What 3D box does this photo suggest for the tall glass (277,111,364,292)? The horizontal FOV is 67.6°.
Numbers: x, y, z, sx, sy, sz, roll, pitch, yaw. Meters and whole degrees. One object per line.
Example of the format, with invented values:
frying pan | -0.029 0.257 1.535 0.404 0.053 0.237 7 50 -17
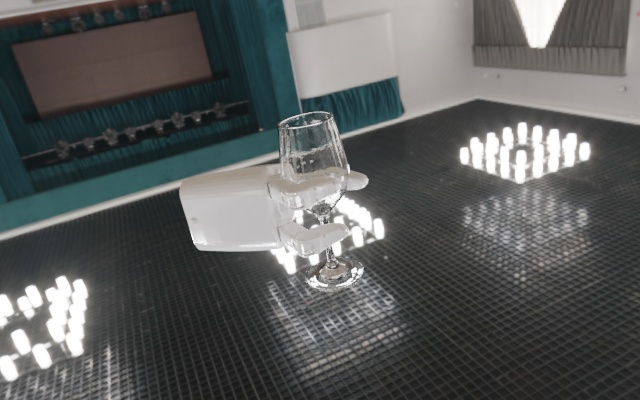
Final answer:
tall glass | 0.000 0.002 0.557 0.079 0.201 0.079 -9 23 4
